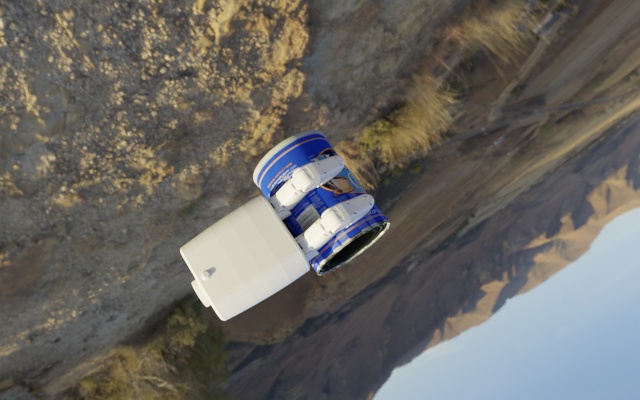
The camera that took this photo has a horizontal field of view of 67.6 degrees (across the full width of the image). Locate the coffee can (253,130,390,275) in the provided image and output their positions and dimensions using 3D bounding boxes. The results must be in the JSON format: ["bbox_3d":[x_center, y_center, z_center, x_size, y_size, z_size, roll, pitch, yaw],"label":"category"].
[{"bbox_3d":[0.000,0.002,0.568,0.103,0.140,0.103,-32,-17,-11],"label":"coffee can"}]
